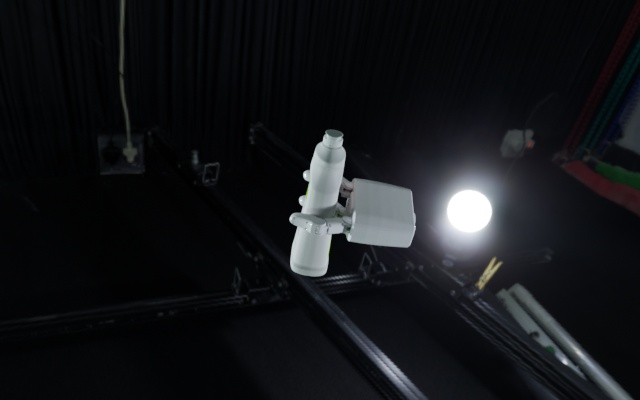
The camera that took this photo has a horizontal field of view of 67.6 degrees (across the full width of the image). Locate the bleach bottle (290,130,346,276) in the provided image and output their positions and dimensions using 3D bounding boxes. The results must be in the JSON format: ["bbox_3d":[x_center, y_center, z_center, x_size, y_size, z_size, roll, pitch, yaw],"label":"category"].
[{"bbox_3d":[0.000,0.003,0.814,0.068,0.251,0.102,9,32,-5],"label":"bleach bottle"}]
